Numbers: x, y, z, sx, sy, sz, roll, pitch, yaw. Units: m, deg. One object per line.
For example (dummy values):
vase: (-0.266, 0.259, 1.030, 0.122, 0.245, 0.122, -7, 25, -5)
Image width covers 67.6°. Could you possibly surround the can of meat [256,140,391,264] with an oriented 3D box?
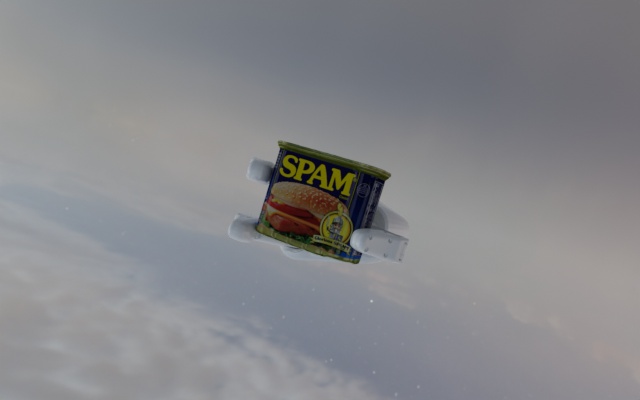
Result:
can of meat: (0.000, 0.002, 0.422, 0.102, 0.084, 0.057, 18, 2, 22)
